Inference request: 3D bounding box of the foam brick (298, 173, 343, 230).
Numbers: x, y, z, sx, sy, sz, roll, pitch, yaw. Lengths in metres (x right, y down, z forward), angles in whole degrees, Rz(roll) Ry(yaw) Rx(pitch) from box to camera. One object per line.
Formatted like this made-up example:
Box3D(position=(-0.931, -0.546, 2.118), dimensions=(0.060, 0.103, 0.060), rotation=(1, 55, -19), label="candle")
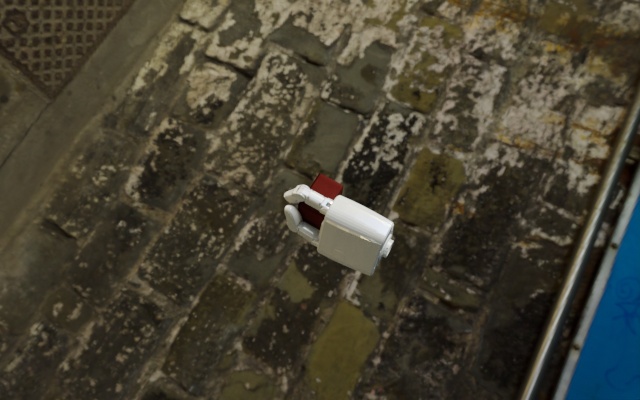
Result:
Box3D(position=(0.000, 0.002, 0.849), dimensions=(0.051, 0.078, 0.053), rotation=(26, -29, 12), label="foam brick")
